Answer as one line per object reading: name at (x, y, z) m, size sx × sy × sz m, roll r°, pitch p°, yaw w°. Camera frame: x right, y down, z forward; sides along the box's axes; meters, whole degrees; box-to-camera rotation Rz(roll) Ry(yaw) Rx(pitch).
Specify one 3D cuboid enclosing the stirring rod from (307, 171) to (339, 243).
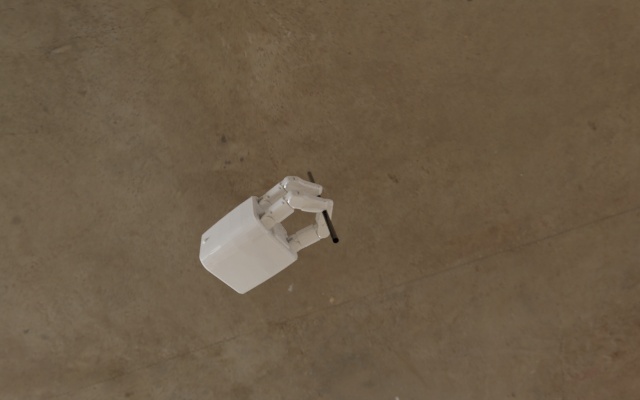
stirring rod at (0.000, 0.002, 0.717) m, size 0.011 × 0.011 × 0.239 m, roll 0°, pitch 24°, yaw -10°
